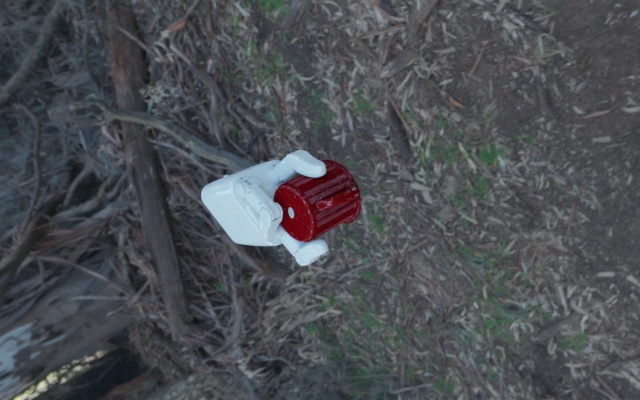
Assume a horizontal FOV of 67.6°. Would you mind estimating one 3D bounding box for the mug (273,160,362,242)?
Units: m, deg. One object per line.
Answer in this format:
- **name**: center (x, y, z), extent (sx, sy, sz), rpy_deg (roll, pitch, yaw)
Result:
- **mug**: center (0.001, 0.002, 0.615), extent (0.081, 0.093, 0.117), rpy_deg (-27, 12, -36)
